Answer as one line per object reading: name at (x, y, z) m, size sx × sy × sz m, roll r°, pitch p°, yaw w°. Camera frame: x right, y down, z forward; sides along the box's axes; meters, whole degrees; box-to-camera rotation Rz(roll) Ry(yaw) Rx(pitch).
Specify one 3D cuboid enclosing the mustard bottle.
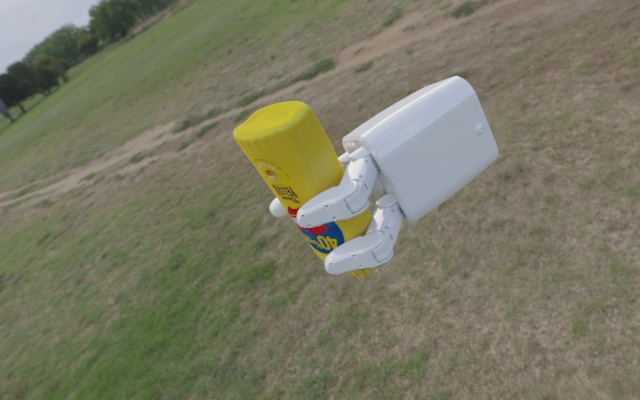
mustard bottle at (0.000, 0.001, 0.448) m, size 0.058 × 0.192 × 0.096 m, roll -46°, pitch 30°, yaw -25°
